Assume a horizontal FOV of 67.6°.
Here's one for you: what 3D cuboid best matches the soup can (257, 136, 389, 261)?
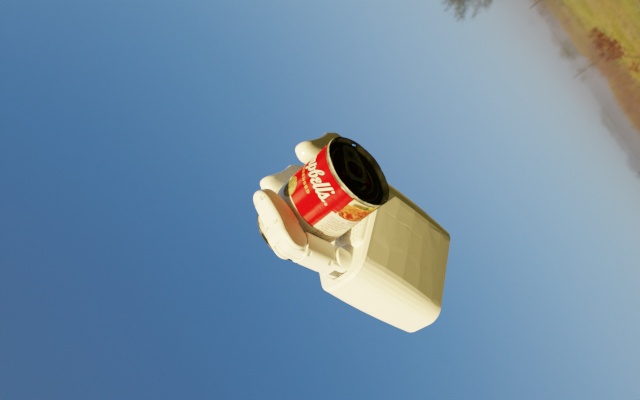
[{"bbox_3d":[-0.001,0.001,0.418,0.068,0.068,0.102,0,-31,-48],"label":"soup can"}]
